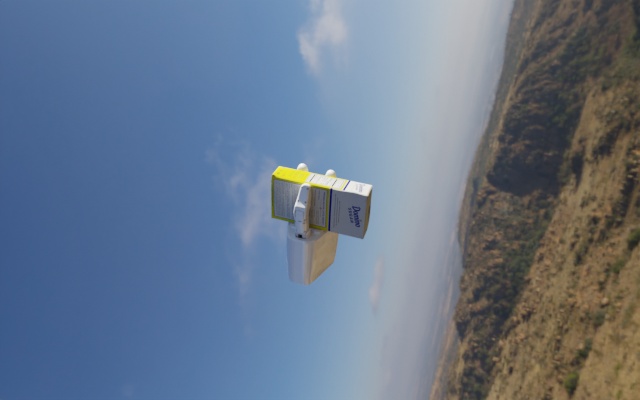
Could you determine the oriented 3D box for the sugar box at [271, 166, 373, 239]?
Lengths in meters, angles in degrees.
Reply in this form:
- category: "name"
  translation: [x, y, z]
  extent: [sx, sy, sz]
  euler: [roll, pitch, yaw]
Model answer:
- category: "sugar box"
  translation: [0.000, 0.003, 0.845]
  extent: [0.176, 0.093, 0.048]
  euler: [12, 34, 13]
